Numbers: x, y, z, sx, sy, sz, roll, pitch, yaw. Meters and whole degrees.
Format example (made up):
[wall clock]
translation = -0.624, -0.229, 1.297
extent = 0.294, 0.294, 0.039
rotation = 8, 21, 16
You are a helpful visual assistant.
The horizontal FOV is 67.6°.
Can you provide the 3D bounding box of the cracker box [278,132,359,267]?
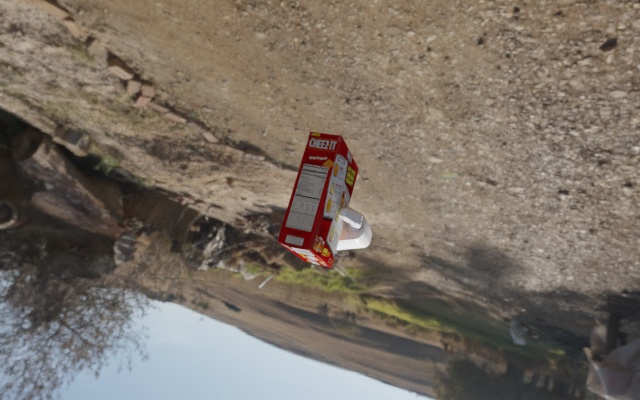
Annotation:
[cracker box]
translation = 0.000, 0.003, 0.895
extent = 0.072, 0.213, 0.164
rotation = 11, -15, 18
